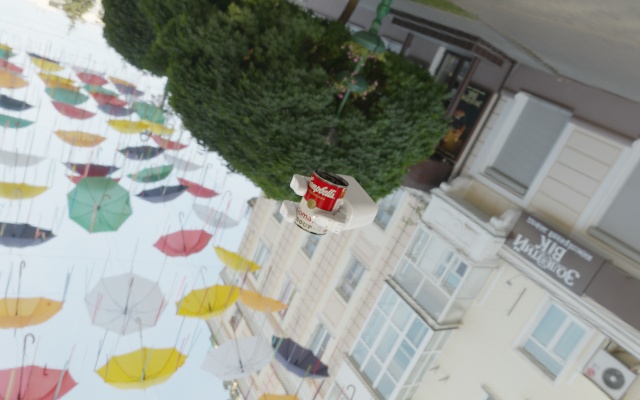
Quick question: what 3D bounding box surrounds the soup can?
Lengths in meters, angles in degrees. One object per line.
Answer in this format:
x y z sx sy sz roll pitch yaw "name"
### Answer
0.000 0.003 0.860 0.068 0.102 0.068 21 18 -7 "soup can"
